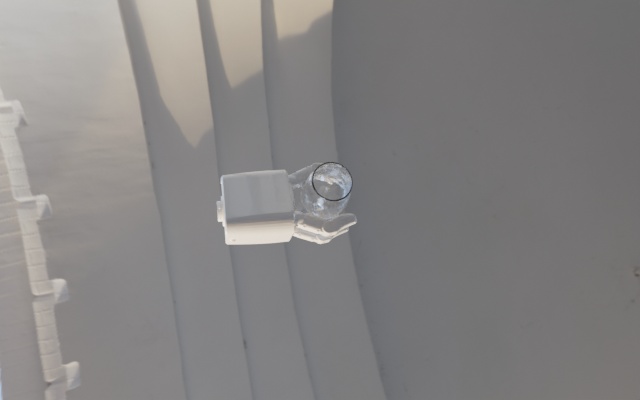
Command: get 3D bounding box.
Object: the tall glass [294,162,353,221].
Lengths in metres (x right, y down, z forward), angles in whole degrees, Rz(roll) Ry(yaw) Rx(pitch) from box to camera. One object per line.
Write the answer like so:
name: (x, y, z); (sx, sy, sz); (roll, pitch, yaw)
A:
tall glass: (0.000, 0.003, 0.793); (0.079, 0.079, 0.201); (0, -18, -11)
